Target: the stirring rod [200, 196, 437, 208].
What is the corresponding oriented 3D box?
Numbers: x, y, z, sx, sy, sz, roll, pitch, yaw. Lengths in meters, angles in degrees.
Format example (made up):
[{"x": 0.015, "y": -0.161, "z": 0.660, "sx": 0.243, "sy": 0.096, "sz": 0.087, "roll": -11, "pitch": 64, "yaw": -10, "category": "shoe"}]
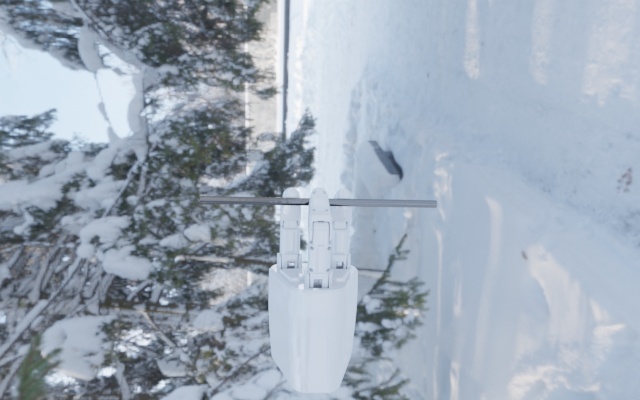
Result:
[{"x": 0.000, "y": 0.002, "z": 0.486, "sx": 0.239, "sy": 0.011, "sz": 0.011, "roll": 1, "pitch": 0, "yaw": -5, "category": "stirring rod"}]
